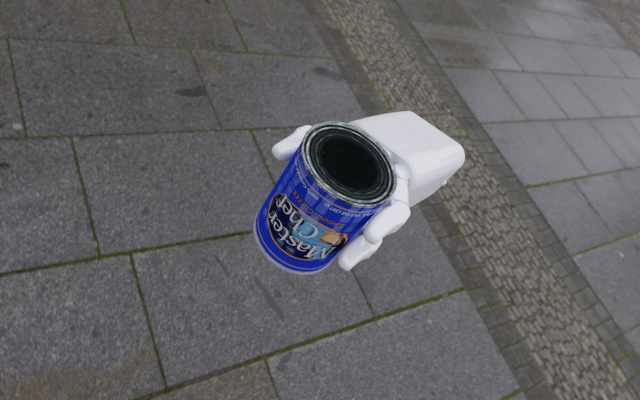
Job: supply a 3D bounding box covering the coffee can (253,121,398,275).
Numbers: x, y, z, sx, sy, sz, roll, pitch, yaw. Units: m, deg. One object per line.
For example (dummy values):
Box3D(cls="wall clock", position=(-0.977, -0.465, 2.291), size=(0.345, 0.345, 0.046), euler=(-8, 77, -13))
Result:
Box3D(cls="coffee can", position=(0.000, 0.002, 0.502), size=(0.103, 0.102, 0.140), euler=(0, -34, -30))
